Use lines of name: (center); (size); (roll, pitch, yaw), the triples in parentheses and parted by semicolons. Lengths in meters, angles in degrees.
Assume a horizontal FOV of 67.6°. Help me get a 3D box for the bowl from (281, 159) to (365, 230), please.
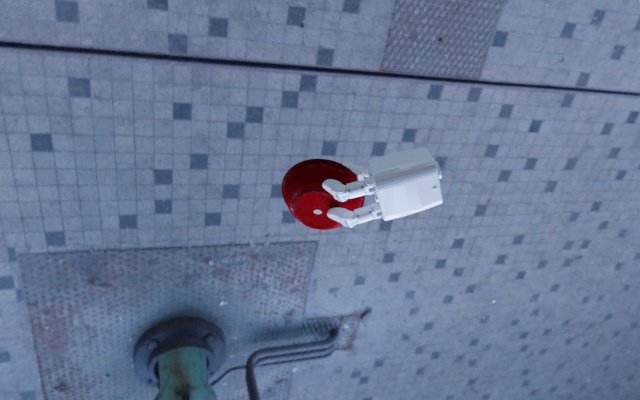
bowl: (-0.001, 0.004, 0.891); (0.162, 0.162, 0.055); (0, 39, 12)
